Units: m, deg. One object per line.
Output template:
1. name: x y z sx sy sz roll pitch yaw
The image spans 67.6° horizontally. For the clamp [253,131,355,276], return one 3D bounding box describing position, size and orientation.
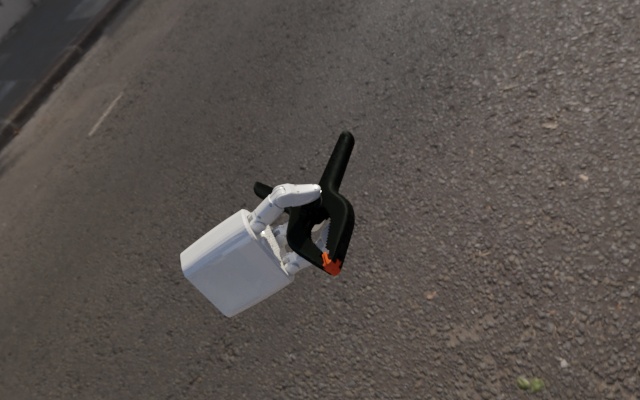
1. clamp: 0.000 0.002 0.622 0.164 0.209 0.036 -35 -46 9
